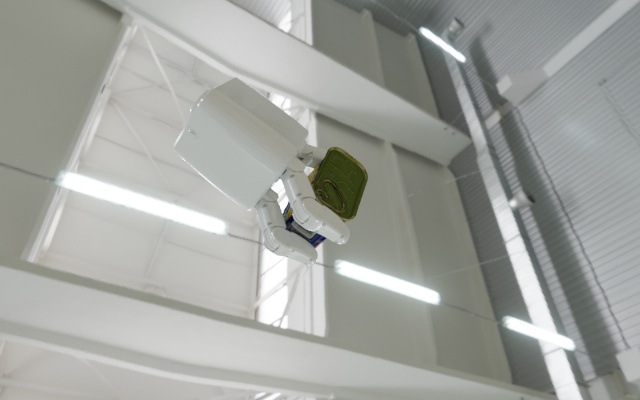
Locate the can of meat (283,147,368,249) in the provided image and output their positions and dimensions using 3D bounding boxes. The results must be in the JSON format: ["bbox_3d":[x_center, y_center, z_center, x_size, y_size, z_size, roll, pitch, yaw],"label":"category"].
[{"bbox_3d":[0.000,0.002,0.539,0.057,0.102,0.084,36,-51,-11],"label":"can of meat"}]
